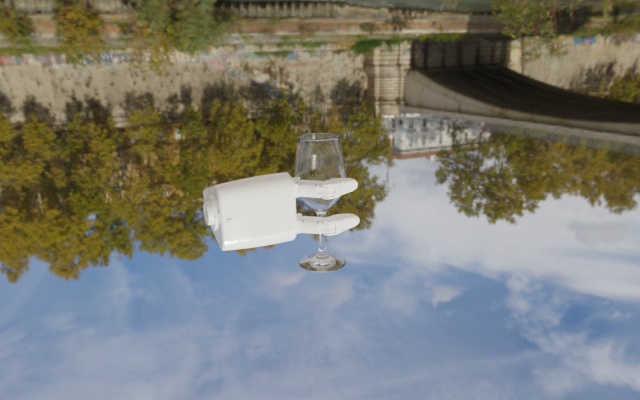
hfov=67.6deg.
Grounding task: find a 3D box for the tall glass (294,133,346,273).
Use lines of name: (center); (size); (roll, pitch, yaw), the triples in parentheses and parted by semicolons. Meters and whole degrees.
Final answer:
tall glass: (0.000, 0.003, 0.719); (0.079, 0.201, 0.079); (-1, 17, 0)
